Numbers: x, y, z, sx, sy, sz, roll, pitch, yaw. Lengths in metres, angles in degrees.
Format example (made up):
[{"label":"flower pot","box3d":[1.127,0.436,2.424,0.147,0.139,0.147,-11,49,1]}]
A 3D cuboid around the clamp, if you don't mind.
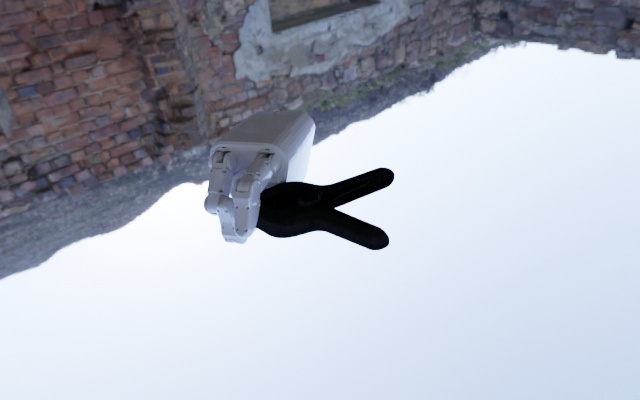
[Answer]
[{"label":"clamp","box3d":[0.000,0.002,0.513,0.171,0.039,0.120,5,34,19]}]
